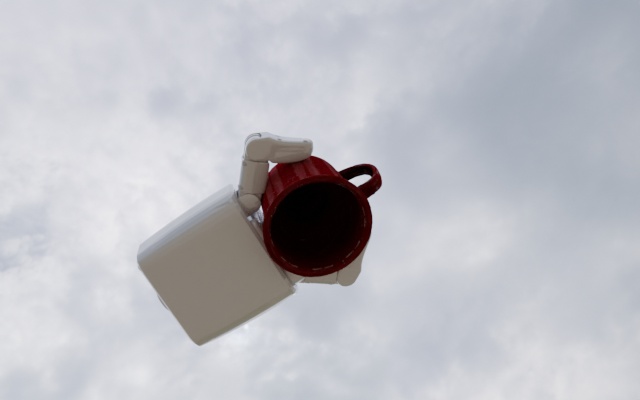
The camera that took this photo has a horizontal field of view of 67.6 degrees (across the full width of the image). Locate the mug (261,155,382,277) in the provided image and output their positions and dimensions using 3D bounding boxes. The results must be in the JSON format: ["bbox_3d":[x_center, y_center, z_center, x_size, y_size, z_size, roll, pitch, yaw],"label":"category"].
[{"bbox_3d":[0.001,0.000,0.427,0.117,0.093,0.081,-33,26,1],"label":"mug"}]
